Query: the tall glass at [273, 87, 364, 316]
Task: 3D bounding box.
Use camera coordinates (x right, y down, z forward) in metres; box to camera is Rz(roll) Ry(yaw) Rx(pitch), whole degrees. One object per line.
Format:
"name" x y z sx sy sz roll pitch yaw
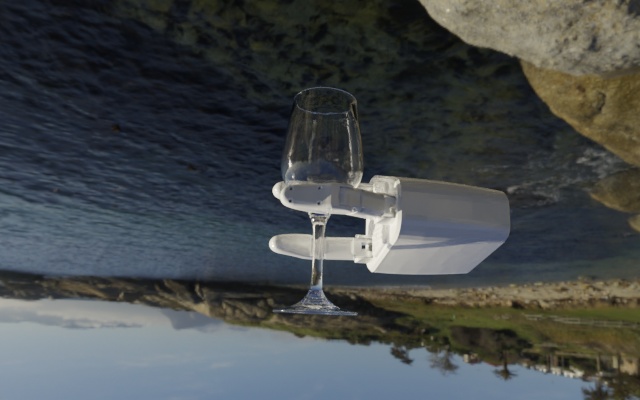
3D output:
"tall glass" 0.000 0.002 0.438 0.079 0.201 0.079 2 -13 1
